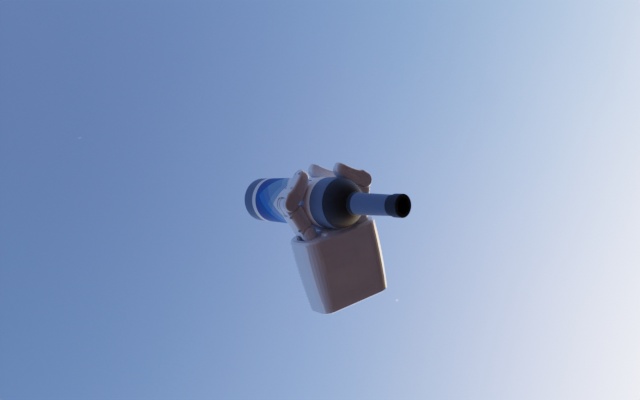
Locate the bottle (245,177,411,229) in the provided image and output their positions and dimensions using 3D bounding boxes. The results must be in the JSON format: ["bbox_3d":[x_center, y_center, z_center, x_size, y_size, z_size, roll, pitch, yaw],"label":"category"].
[{"bbox_3d":[0.000,0.002,0.641,0.069,0.069,0.295,0,1,-39],"label":"bottle"}]
